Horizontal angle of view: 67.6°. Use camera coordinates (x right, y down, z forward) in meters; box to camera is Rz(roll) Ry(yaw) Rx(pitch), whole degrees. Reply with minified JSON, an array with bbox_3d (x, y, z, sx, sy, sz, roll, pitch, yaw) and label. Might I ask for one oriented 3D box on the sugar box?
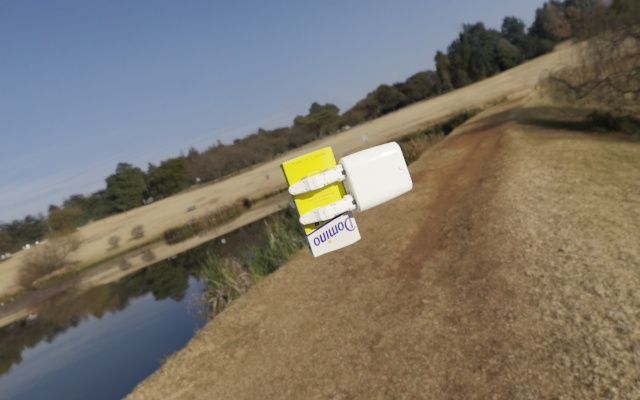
[{"bbox_3d":[0.000,0.003,0.850,0.093,0.176,0.048,-21,5,-9],"label":"sugar box"}]
